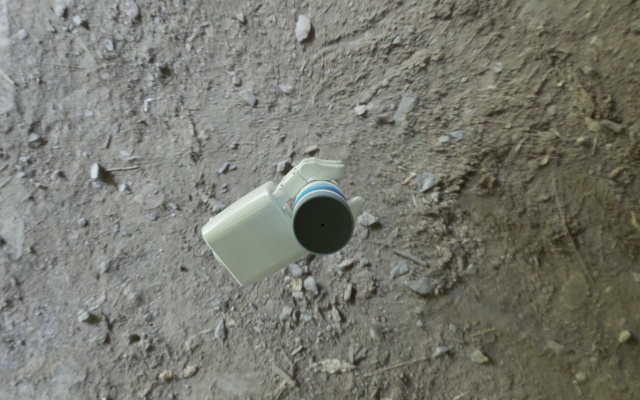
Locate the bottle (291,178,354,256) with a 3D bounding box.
[{"bbox_3d":[0.000,0.002,0.647,0.069,0.069,0.295,0,9,-1],"label":"bottle"}]
